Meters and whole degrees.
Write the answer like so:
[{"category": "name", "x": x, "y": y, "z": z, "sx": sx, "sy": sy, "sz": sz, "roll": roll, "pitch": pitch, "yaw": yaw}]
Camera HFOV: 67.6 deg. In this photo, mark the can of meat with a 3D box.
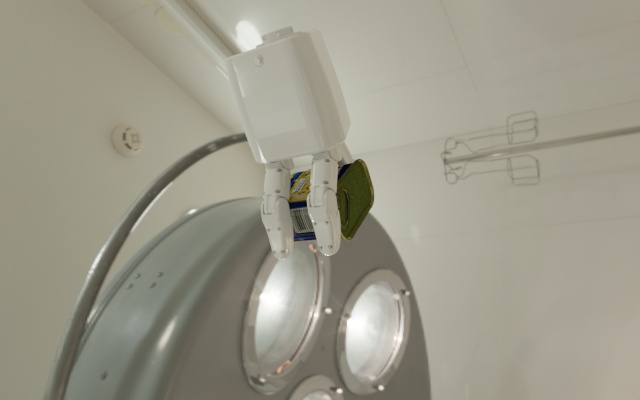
[{"category": "can of meat", "x": 0.000, "y": 0.002, "z": 0.511, "sx": 0.084, "sy": 0.057, "sz": 0.102, "roll": -7, "pitch": 25, "yaw": 29}]
